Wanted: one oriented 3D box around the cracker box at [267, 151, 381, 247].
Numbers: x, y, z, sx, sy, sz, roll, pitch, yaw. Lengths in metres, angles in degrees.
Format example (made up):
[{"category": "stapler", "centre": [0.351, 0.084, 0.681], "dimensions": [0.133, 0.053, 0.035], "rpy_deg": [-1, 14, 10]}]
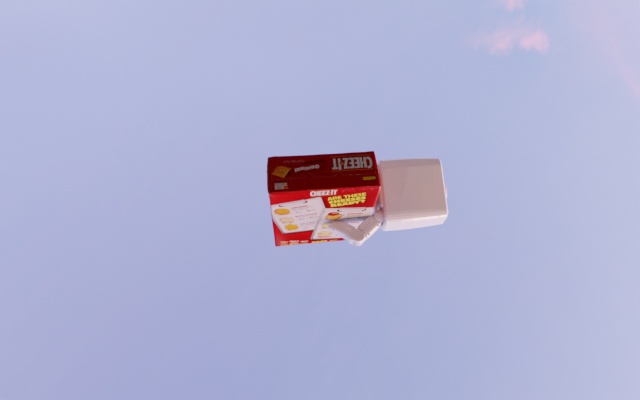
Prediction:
[{"category": "cracker box", "centre": [0.000, 0.003, 0.785], "dimensions": [0.164, 0.072, 0.214], "rpy_deg": [-4, -26, -4]}]
